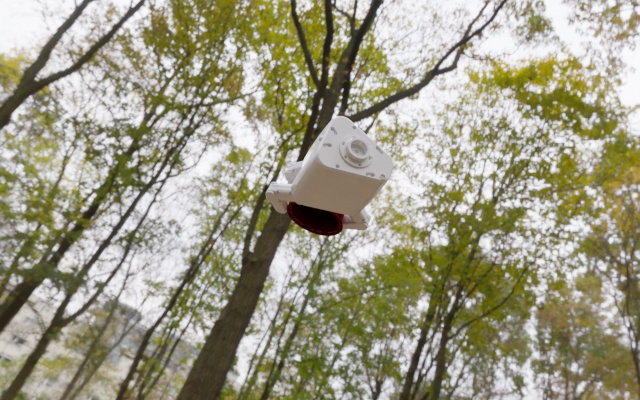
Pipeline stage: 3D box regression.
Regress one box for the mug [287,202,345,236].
[{"bbox_3d":[0.000,0.003,0.772,0.093,0.081,0.117,28,-32,-8],"label":"mug"}]
